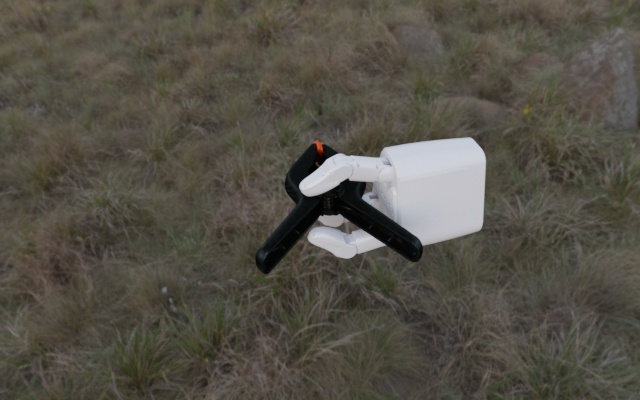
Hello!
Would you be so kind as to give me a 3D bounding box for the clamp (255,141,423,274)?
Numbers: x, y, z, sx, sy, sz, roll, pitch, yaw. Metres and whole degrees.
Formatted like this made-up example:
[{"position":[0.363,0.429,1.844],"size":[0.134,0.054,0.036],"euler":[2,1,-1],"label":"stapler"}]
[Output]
[{"position":[0.000,0.001,0.531],"size":[0.164,0.036,0.209],"euler":[-7,40,-11],"label":"clamp"}]
